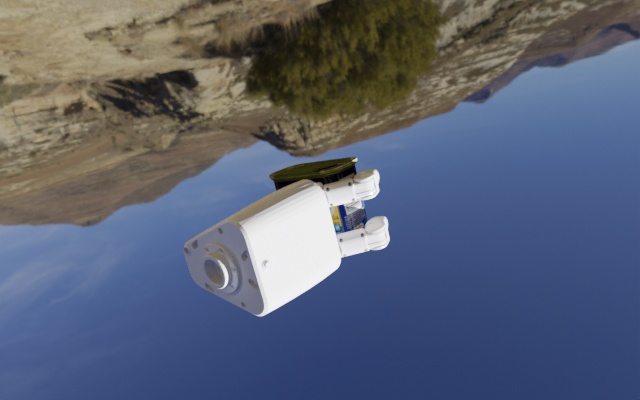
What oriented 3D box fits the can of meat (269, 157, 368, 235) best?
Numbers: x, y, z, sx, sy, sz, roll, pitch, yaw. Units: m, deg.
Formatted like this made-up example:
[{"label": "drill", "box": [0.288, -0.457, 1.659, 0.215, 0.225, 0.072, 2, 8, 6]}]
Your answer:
[{"label": "can of meat", "box": [0.000, 0.002, 0.537, 0.102, 0.084, 0.057, -4, 16, 39]}]
